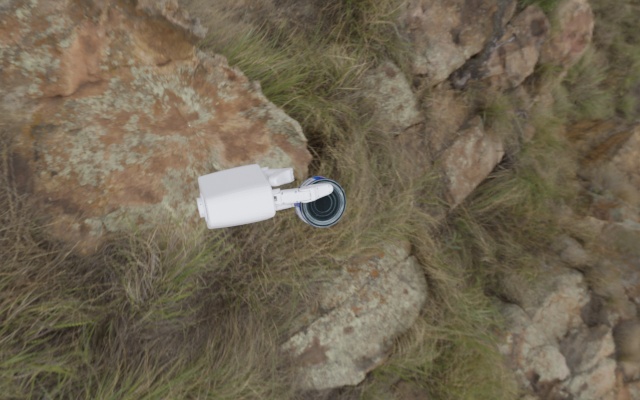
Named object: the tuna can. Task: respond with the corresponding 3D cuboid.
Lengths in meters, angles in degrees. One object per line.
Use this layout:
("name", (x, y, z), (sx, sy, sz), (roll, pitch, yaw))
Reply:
("tuna can", (0.000, 0.003, 0.815), (0.086, 0.086, 0.033), (0, 8, -21))
